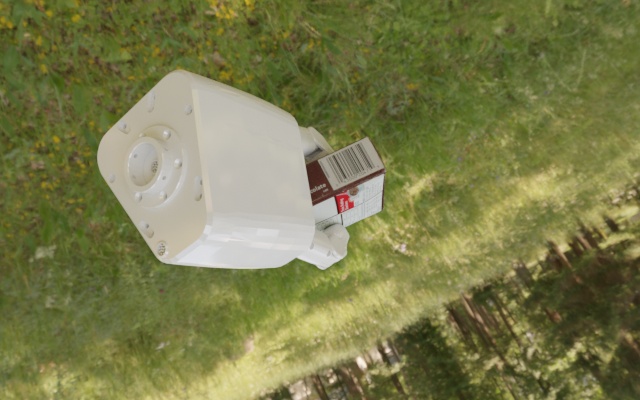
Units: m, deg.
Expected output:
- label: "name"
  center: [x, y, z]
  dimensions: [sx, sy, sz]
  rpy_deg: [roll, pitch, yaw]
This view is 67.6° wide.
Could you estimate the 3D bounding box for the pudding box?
- label: "pudding box"
  center: [0.000, 0.001, 0.416]
  dimensions: [0.113, 0.039, 0.090]
  rpy_deg: [-24, -22, -4]
